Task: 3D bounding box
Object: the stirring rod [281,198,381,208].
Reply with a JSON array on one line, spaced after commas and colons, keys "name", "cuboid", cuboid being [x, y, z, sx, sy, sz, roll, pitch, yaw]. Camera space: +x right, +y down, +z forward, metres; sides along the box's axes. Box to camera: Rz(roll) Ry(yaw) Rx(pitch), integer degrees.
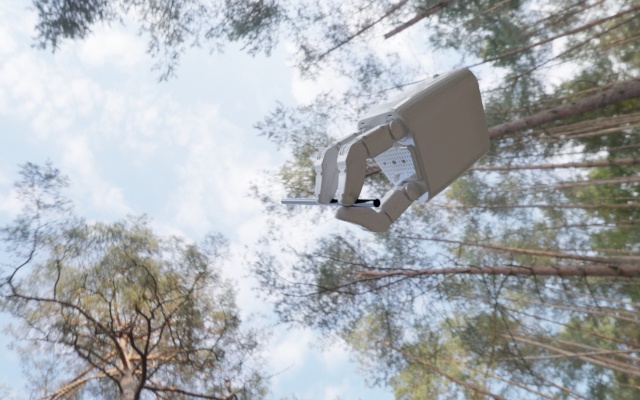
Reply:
[{"name": "stirring rod", "cuboid": [0.000, 0.002, 0.530, 0.011, 0.011, 0.239, 0, 0, -24]}]
